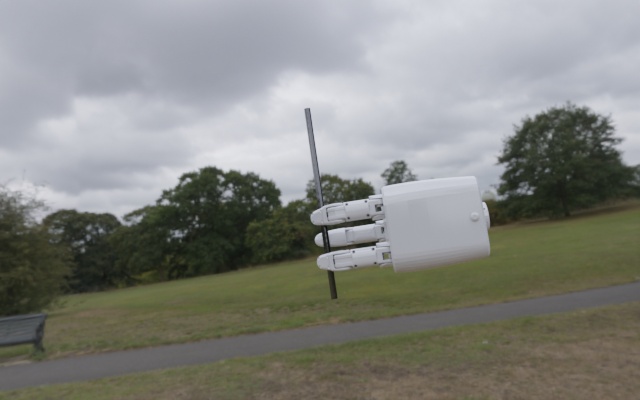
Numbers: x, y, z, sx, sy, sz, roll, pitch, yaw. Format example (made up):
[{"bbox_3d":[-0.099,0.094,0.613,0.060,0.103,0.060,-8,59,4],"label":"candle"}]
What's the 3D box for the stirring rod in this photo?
[{"bbox_3d":[0.000,0.002,0.596,0.011,0.239,0.011,-8,-5,-1],"label":"stirring rod"}]
